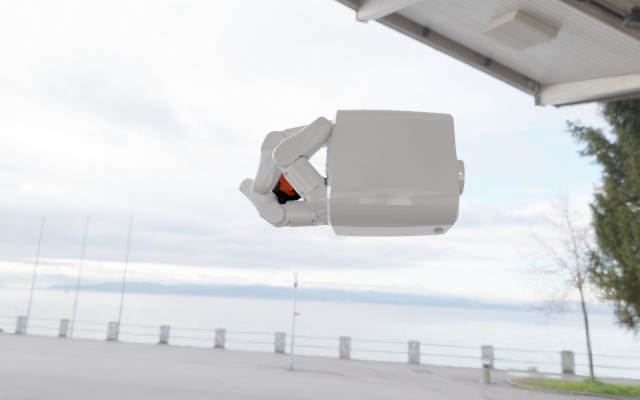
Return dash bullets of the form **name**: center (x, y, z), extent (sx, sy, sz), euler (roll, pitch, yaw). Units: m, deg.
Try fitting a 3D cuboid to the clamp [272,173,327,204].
- **clamp**: center (0.000, 0.001, 0.522), extent (0.120, 0.039, 0.171), euler (1, -12, 6)
